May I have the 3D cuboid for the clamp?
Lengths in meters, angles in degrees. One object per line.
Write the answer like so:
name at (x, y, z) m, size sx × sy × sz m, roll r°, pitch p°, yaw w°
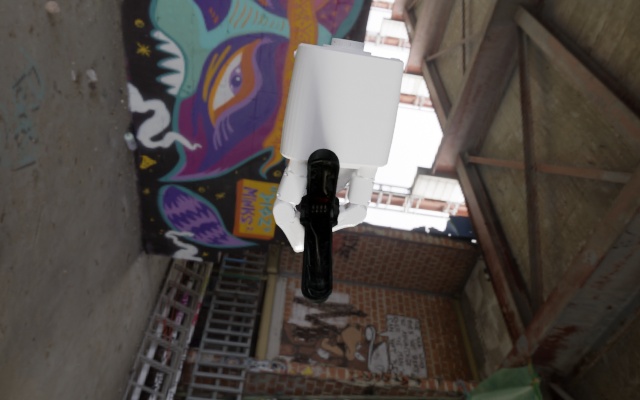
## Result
clamp at (0.001, 0.002, 0.431) m, size 0.039 × 0.120 × 0.171 m, roll 8°, pitch 17°, yaw -5°
